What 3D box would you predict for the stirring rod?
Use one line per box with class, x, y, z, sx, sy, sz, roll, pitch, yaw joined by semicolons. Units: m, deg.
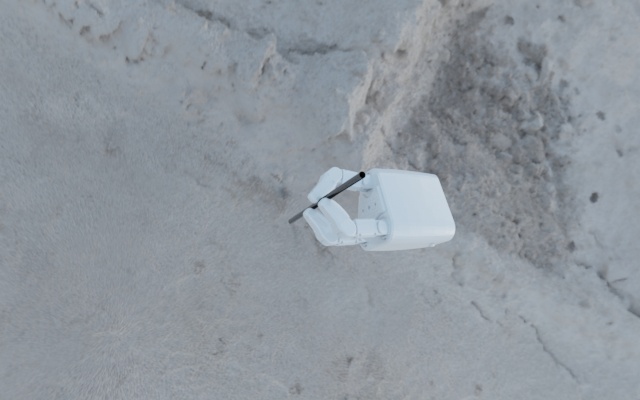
stirring rod;0.000;0.002;0.631;0.011;0.011;0.239;0;-15;-23
